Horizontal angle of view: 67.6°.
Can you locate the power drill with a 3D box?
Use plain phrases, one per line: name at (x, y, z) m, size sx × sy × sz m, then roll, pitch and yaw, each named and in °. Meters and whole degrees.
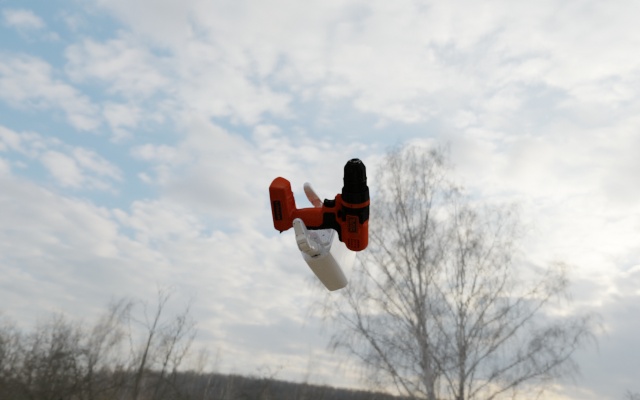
power drill at (0.000, 0.003, 0.881) m, size 0.187 × 0.184 × 0.057 m, roll 8°, pitch 29°, yaw 20°
